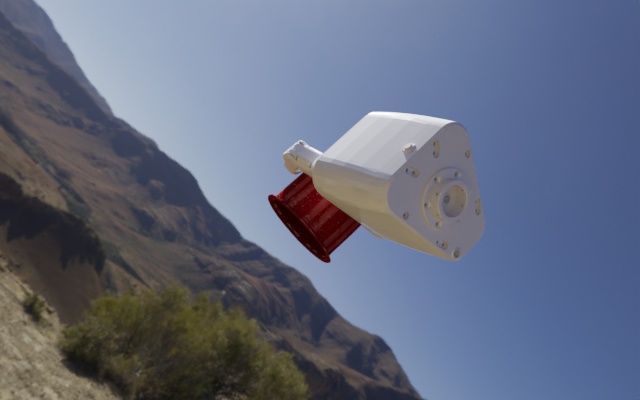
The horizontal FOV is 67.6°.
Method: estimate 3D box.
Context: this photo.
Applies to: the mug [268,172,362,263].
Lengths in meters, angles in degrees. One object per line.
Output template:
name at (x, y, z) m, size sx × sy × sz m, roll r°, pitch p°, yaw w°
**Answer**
mug at (0.000, 0.001, 0.510) m, size 0.081 × 0.093 × 0.117 m, roll -42°, pitch 28°, yaw -14°
